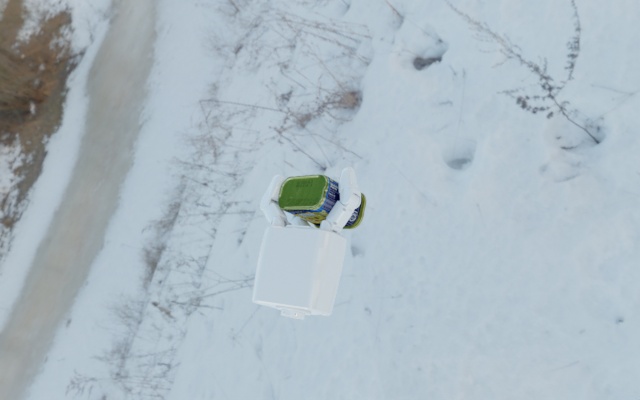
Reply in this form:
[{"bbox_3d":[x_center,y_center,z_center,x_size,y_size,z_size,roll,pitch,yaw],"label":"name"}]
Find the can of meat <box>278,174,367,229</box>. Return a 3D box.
[{"bbox_3d":[0.000,0.002,0.692,0.102,0.057,0.084,-3,-21,46],"label":"can of meat"}]
